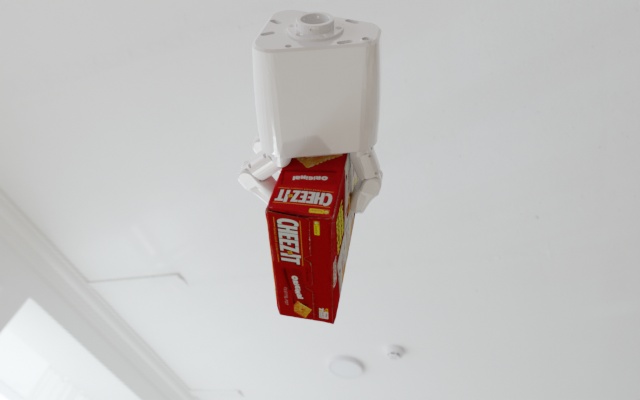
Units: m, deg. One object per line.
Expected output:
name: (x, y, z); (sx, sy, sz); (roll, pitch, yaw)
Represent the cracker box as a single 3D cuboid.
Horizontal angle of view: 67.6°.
cracker box: (0.000, 0.002, 0.545); (0.072, 0.164, 0.213); (6, 42, 9)
